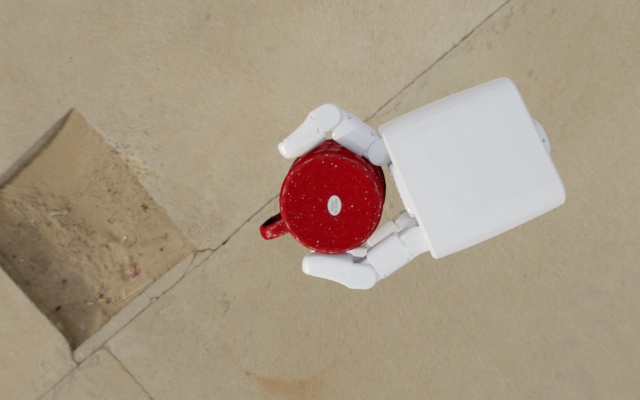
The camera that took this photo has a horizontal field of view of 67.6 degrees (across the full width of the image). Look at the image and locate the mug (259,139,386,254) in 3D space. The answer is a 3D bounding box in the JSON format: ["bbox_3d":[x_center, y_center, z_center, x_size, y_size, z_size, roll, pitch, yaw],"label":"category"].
[{"bbox_3d":[-0.001,0.002,0.404,0.117,0.093,0.081,-25,7,8],"label":"mug"}]
